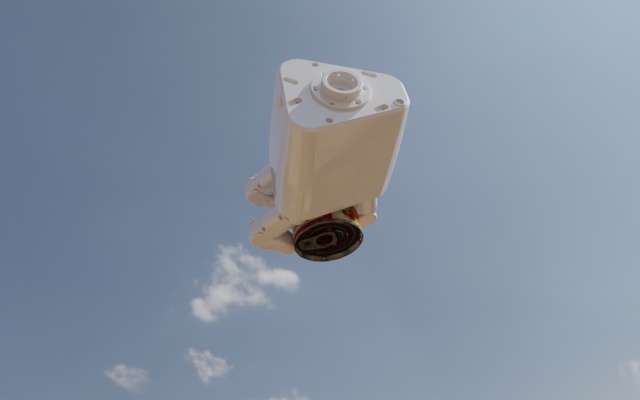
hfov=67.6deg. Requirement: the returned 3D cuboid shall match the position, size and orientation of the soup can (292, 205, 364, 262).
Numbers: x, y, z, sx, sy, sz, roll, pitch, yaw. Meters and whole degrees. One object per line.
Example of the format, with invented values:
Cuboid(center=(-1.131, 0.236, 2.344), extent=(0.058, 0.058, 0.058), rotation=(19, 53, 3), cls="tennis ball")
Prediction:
Cuboid(center=(0.000, 0.002, 0.489), extent=(0.068, 0.102, 0.069), rotation=(-7, -39, -6), cls="soup can")
